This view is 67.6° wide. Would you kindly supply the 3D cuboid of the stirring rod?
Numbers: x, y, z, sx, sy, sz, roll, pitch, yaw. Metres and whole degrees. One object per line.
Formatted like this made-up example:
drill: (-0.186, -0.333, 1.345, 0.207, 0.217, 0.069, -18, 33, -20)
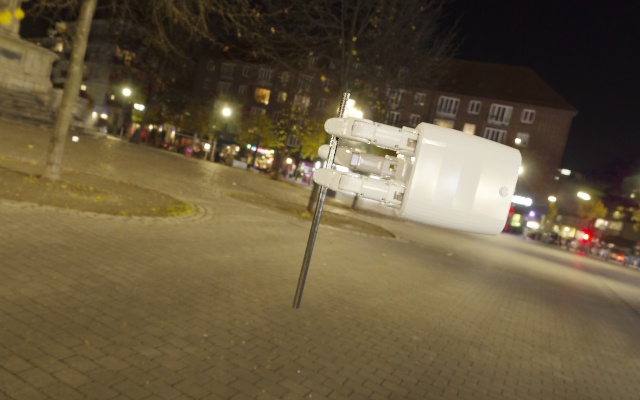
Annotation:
stirring rod: (0.000, 0.002, 0.522, 0.011, 0.239, 0.011, 13, 4, -1)
